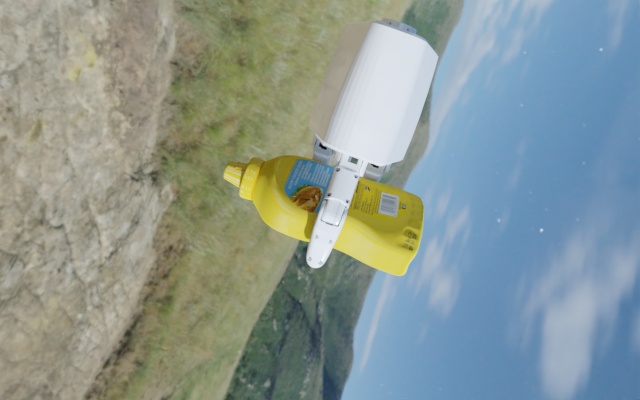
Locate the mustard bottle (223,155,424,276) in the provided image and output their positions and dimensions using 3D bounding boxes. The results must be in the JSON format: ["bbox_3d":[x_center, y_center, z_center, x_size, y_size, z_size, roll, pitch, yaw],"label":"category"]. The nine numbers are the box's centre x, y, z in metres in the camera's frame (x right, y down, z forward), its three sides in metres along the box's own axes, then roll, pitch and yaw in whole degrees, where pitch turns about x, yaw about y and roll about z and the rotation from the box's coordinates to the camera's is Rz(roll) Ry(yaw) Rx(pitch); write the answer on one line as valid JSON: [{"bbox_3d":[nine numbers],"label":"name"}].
[{"bbox_3d":[0.000,0.002,0.458,0.191,0.058,0.096,20,39,0],"label":"mustard bottle"}]
